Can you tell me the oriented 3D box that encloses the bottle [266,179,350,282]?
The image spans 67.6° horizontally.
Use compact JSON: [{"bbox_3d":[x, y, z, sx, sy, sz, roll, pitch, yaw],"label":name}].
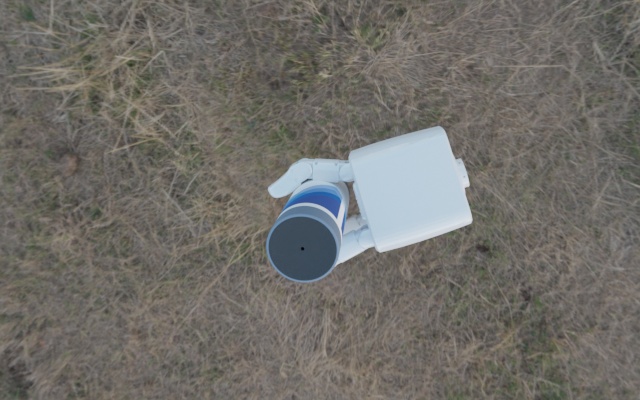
[{"bbox_3d":[0.000,0.002,0.566,0.069,0.069,0.295,0,16,7],"label":"bottle"}]
